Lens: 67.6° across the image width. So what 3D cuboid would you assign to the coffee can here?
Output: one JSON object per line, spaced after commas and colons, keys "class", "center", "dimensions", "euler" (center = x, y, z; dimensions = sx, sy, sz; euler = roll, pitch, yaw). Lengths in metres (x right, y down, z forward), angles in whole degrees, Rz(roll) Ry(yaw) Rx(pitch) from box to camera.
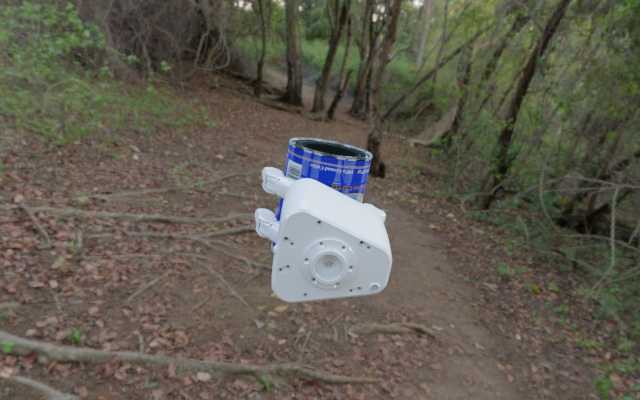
{"class": "coffee can", "center": [0.000, 0.002, 0.592], "dimensions": [0.103, 0.140, 0.102], "euler": [10, 15, -3]}
